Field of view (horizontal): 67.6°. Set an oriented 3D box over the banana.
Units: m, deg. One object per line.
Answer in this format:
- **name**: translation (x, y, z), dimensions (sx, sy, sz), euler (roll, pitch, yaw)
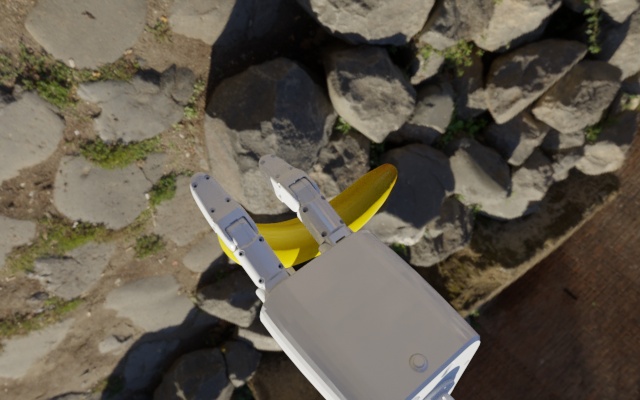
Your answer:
- **banana**: translation (-0.006, 0.018, 0.410), dimensions (0.198, 0.070, 0.037), euler (-16, 41, -37)
